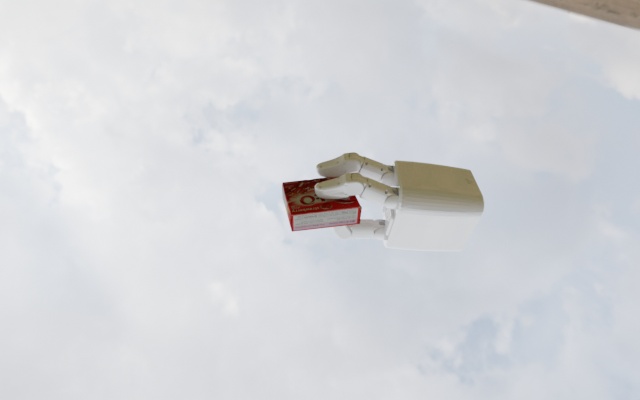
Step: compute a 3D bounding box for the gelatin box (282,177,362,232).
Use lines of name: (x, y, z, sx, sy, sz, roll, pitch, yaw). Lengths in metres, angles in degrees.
gelatin box: (0.000, 0.002, 0.604, 0.089, 0.030, 0.073, -7, 36, -10)
